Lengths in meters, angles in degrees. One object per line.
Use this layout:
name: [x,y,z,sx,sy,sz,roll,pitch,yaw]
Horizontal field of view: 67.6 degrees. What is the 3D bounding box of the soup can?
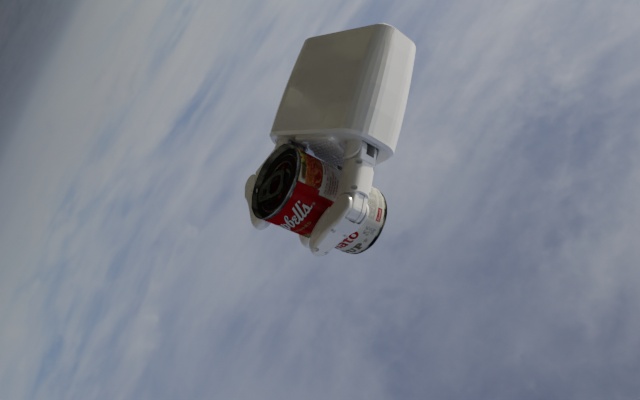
soup can: [0.000,0.002,0.421,0.102,0.068,0.068,25,-14,-32]
